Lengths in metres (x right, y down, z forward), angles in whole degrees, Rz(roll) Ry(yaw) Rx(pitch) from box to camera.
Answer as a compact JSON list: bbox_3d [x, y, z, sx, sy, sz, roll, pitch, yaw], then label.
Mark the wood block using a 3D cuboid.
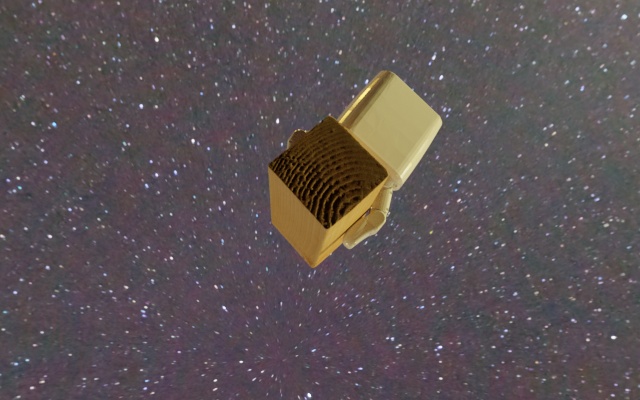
[{"bbox_3d":[0.001,0.002,0.568,0.090,0.091,0.206,-41,-11,-15],"label":"wood block"}]
